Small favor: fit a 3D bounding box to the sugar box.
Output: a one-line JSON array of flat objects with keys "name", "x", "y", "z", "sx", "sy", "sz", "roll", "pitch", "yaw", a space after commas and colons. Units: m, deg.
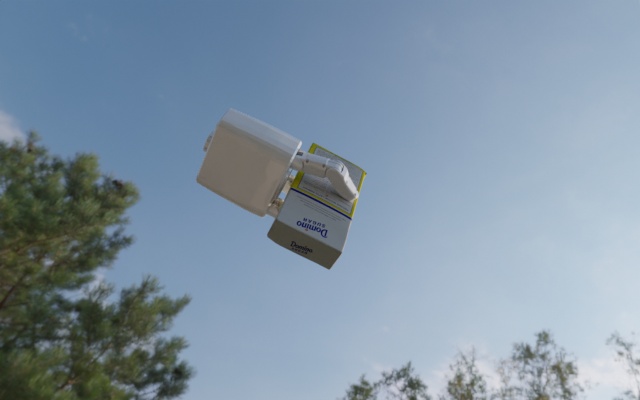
[{"name": "sugar box", "x": 0.000, "y": 0.002, "z": 0.646, "sx": 0.093, "sy": 0.176, "sz": 0.048, "roll": 28, "pitch": -47, "yaw": -4}]
